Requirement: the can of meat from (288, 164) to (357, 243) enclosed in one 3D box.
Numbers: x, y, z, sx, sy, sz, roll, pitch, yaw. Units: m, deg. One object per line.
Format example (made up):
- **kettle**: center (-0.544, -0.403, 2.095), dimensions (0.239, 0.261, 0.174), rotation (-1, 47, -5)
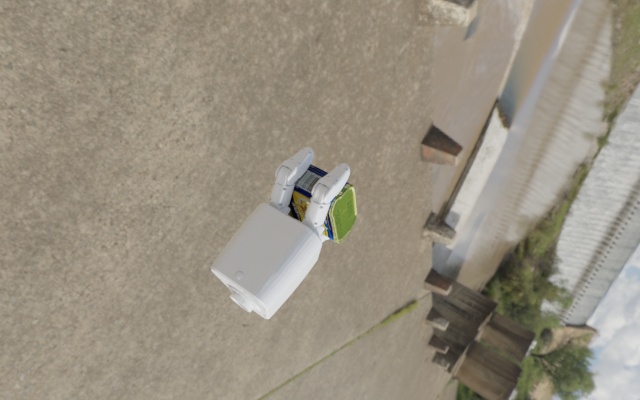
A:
- **can of meat**: center (0.000, 0.002, 0.642), dimensions (0.084, 0.057, 0.102), rotation (28, -26, 25)
